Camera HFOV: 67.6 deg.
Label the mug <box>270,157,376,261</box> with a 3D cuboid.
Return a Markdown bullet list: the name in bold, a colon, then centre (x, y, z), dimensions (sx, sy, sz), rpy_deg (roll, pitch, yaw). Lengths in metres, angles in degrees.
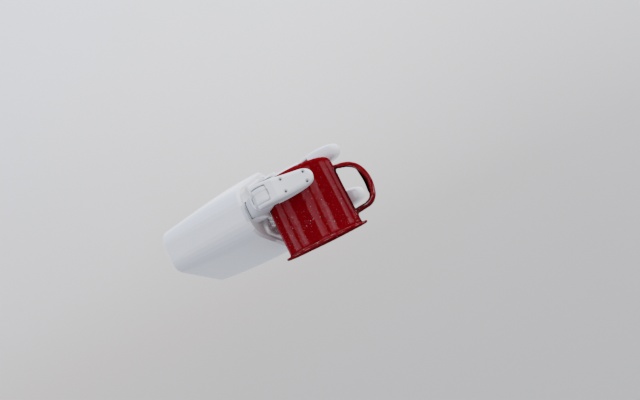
- **mug**: centre (0.001, 0.001, 0.498), dimensions (0.117, 0.081, 0.093), rpy_deg (-28, -6, 14)
